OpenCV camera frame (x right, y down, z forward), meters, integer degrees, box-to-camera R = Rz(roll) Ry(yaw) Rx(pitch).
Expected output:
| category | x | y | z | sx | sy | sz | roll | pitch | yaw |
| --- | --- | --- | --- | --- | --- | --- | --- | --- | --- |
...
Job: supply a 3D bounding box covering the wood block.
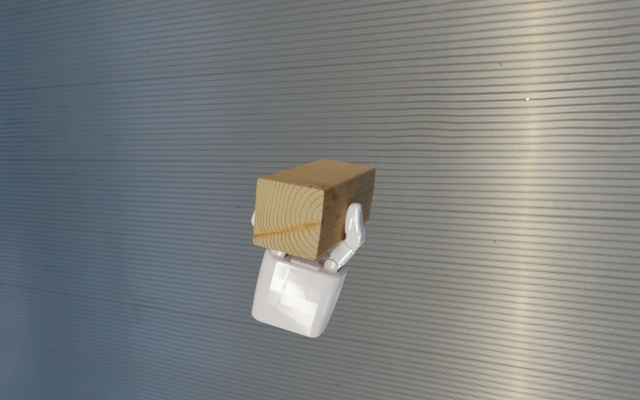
| category | x | y | z | sx | sy | sz | roll | pitch | yaw |
| --- | --- | --- | --- | --- | --- | --- | --- | --- | --- |
| wood block | 0.000 | 0.003 | 0.667 | 0.091 | 0.090 | 0.206 | 12 | 16 | 21 |
